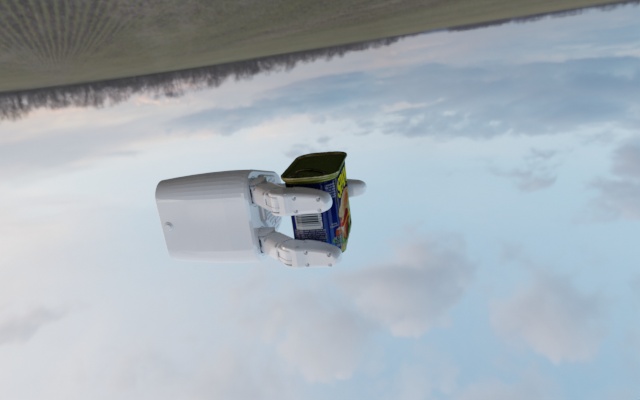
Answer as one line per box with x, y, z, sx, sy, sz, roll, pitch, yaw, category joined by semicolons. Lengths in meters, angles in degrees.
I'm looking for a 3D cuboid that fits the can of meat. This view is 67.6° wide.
0.000;0.002;0.496;0.057;0.084;0.102;-4;18;11;can of meat
